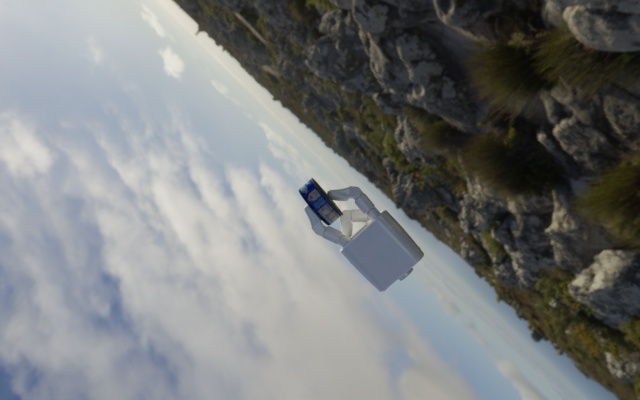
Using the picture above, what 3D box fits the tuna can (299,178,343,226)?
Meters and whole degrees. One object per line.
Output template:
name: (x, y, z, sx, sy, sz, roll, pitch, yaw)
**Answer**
tuna can: (0.000, 0.003, 0.843, 0.034, 0.086, 0.086, -40, -4, 4)
